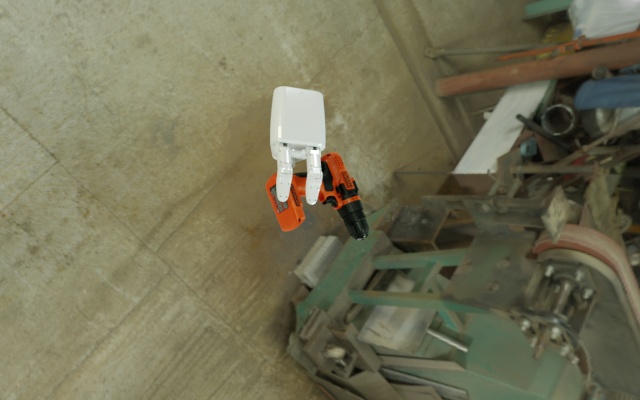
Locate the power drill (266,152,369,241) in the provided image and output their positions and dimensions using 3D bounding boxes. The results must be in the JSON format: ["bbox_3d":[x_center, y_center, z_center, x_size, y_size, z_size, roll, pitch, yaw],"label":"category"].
[{"bbox_3d":[0.000,0.003,0.898,0.187,0.184,0.057,-12,-16,-45],"label":"power drill"}]
